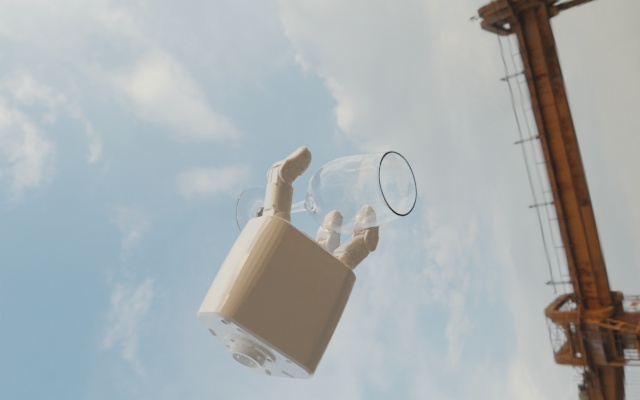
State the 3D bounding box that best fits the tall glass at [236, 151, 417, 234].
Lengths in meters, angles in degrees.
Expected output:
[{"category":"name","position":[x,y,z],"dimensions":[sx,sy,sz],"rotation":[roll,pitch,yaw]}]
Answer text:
[{"category":"tall glass","position":[0.000,0.002,0.507],"dimensions":[0.201,0.079,0.079],"rotation":[-14,-9,42]}]
